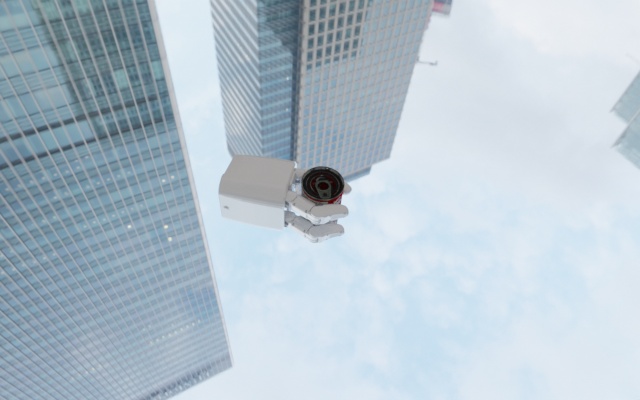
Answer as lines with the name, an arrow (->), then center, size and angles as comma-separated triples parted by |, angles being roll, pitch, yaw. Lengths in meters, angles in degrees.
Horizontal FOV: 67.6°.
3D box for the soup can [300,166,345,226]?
soup can -> 0.001, 0.003, 0.782 | 0.068, 0.068, 0.102 | 0, -37, -5
